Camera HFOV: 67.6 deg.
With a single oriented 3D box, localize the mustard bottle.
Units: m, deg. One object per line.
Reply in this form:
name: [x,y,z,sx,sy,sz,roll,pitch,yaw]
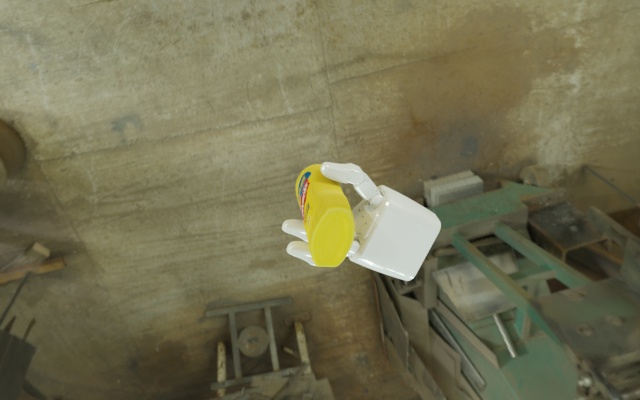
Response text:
mustard bottle: [0.000,0.002,0.688,0.058,0.096,0.191,2,30,-12]
